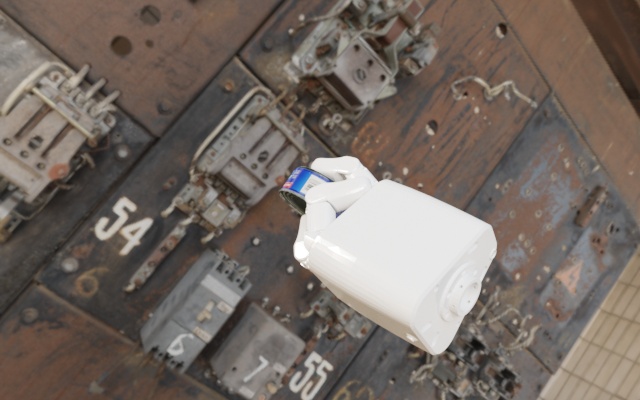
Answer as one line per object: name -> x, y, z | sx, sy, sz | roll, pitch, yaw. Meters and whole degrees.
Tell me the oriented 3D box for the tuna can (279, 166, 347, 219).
tuna can -> 0.000, 0.001, 0.508 | 0.086, 0.033, 0.086 | 32, -13, 8
